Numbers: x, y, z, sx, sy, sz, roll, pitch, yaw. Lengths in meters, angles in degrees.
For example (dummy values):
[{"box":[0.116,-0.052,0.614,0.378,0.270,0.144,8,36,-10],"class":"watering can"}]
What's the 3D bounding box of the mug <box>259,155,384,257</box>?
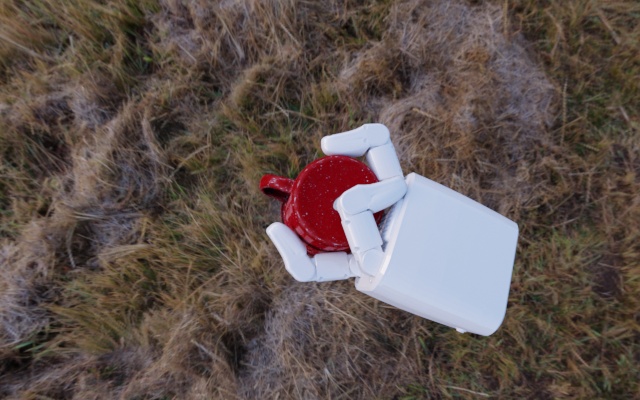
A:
[{"box":[-0.001,0.001,0.442,0.117,0.093,0.081,23,-12,-3],"class":"mug"}]
